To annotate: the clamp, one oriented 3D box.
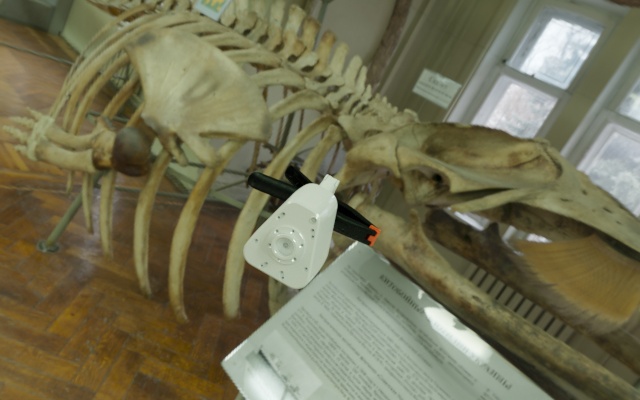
[{"bbox_3d":[0.001,0.002,0.765,0.210,0.036,0.164,30,17,4],"label":"clamp"}]
